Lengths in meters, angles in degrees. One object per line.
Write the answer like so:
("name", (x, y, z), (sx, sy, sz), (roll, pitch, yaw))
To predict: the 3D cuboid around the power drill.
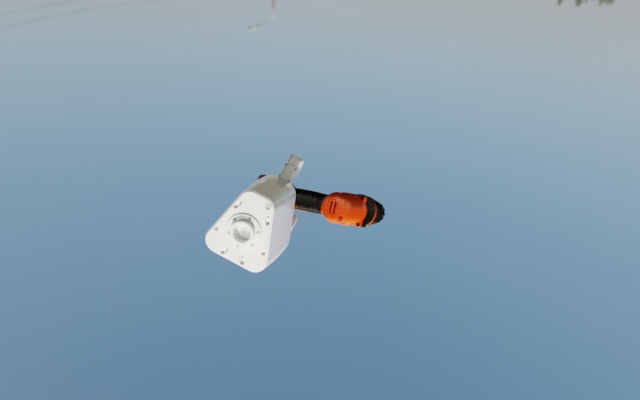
("power drill", (0.000, 0.003, 0.787), (0.187, 0.057, 0.184), (10, -1, 27))
